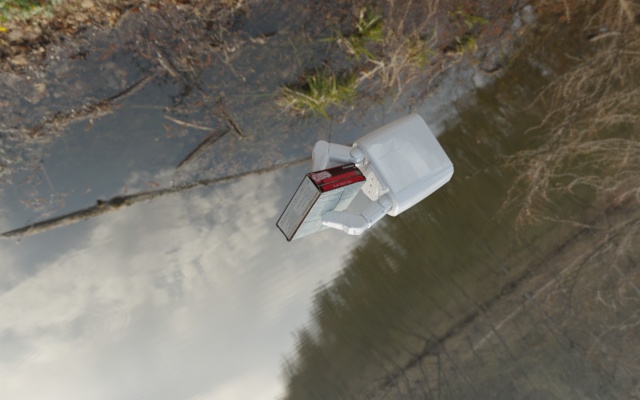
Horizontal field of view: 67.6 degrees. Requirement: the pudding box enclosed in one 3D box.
[{"bbox_3d":[0.000,0.002,0.657,0.090,0.039,0.113,-15,-31,-41],"label":"pudding box"}]
